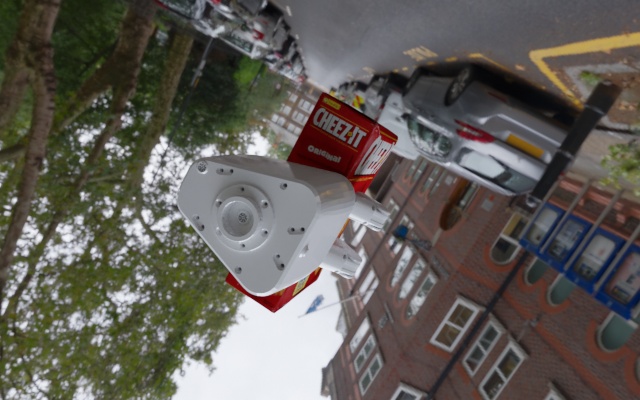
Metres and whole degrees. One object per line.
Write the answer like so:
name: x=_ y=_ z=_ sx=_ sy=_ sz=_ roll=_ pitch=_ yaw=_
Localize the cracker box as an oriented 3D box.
cracker box: x=0.000 y=0.002 z=0.532 sx=0.072 sy=0.214 sz=0.164 roll=32 pitch=11 yaw=11
